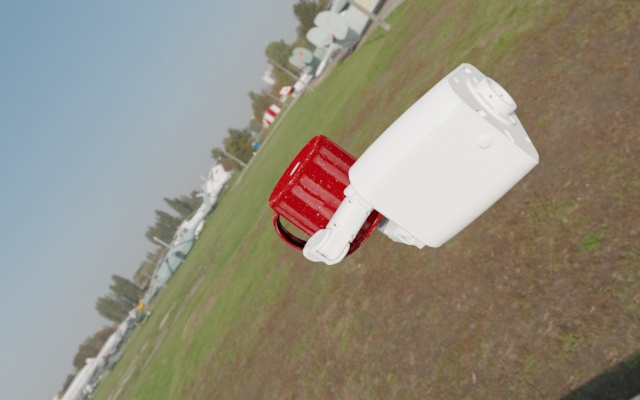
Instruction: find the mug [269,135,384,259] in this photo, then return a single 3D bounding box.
[{"bbox_3d":[-0.001,0.002,0.443,0.081,0.117,0.093,36,34,-12],"label":"mug"}]
